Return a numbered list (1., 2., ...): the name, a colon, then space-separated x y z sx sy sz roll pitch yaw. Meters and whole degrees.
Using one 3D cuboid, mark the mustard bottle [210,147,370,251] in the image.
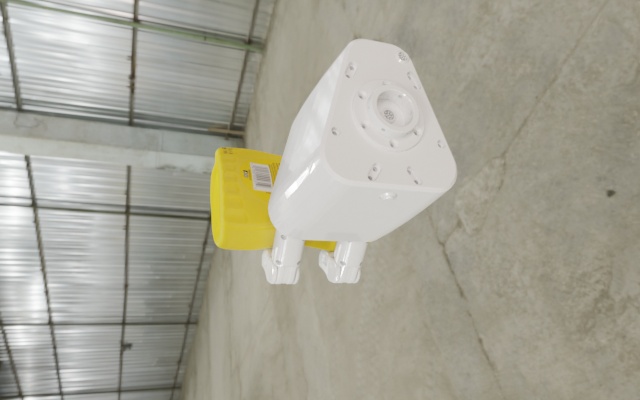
1. mustard bottle: 0.000 0.002 0.436 0.191 0.096 0.058 4 -46 -20
